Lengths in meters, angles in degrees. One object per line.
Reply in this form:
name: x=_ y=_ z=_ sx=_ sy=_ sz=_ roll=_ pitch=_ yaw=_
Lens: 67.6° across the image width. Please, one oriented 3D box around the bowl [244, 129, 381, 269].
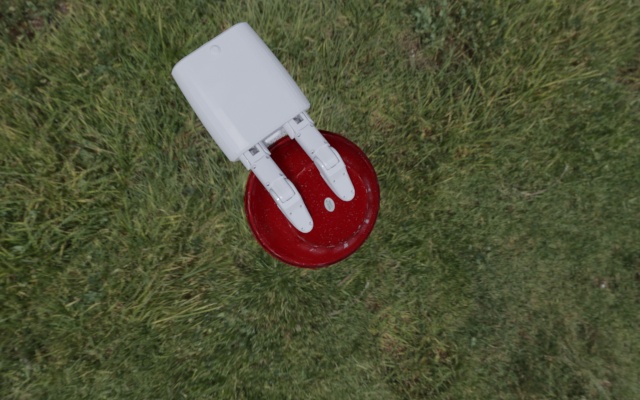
bowl: x=0.001 y=0.003 z=0.526 sx=0.162 sy=0.162 sz=0.055 roll=0 pitch=6 yaw=-16
